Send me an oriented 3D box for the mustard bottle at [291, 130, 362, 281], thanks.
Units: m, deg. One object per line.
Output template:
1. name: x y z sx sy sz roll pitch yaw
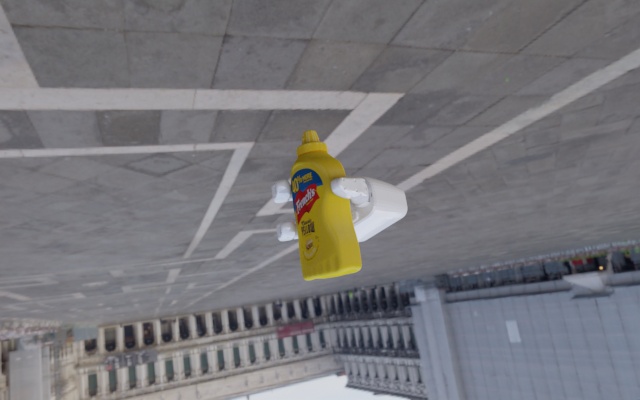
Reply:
1. mustard bottle: 0.000 0.002 0.614 0.058 0.191 0.096 -2 -14 -30
